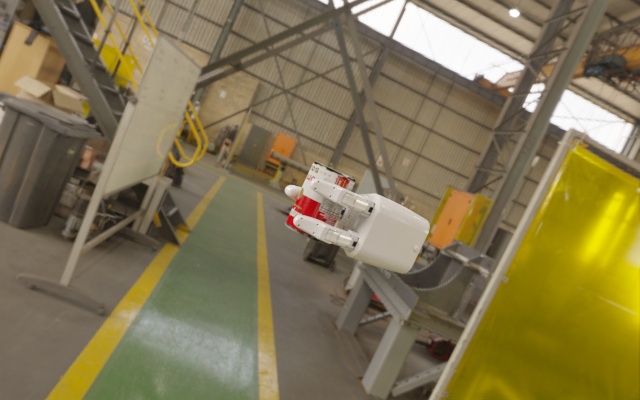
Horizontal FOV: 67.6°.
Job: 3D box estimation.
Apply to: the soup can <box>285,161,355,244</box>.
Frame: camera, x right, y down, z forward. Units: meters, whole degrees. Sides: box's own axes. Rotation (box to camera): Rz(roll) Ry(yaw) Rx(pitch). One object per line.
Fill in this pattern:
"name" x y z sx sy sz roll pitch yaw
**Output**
"soup can" 0.000 0.002 0.692 0.068 0.102 0.068 25 4 -2
